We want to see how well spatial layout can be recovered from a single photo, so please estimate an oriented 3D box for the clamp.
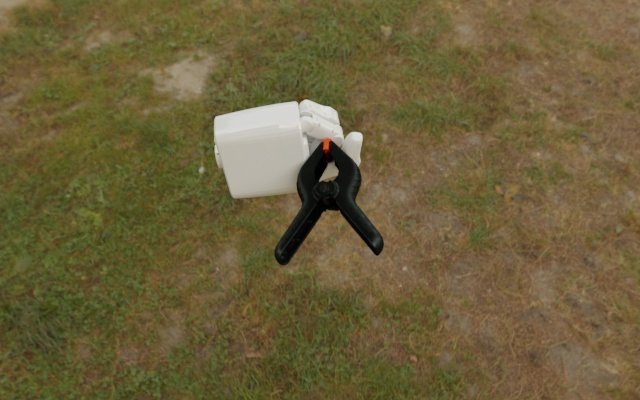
[{"bbox_3d":[0.000,0.001,0.559,0.120,0.171,0.039,-11,-40,2],"label":"clamp"}]
